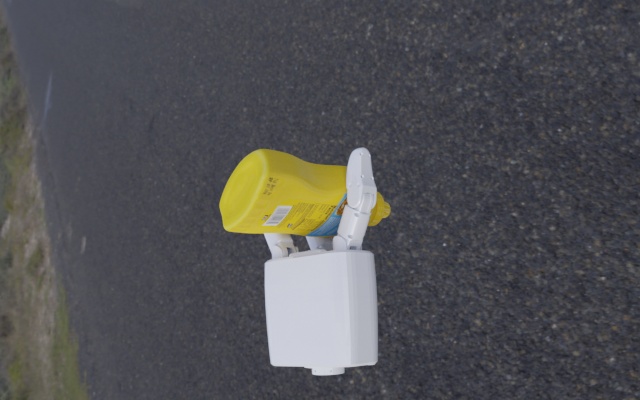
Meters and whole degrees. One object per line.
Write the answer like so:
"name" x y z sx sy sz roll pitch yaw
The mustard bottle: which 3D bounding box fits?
"mustard bottle" 0.000 0.001 0.501 0.191 0.058 0.096 8 -42 -36
